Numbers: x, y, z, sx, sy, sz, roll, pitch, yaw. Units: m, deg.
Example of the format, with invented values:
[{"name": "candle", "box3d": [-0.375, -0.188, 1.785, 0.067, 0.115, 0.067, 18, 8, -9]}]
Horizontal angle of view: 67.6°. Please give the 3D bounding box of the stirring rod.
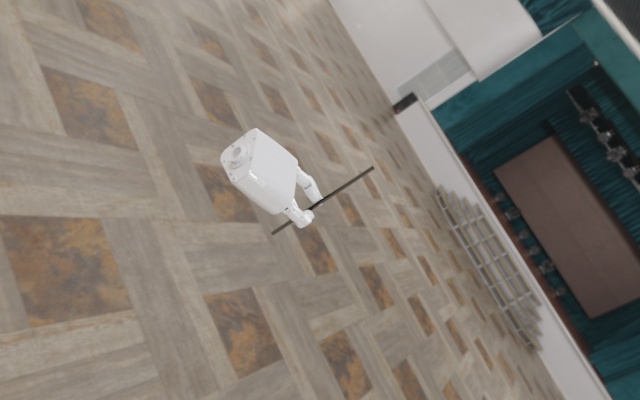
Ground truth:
[{"name": "stirring rod", "box3d": [0.000, 0.003, 0.898, 0.239, 0.011, 0.011, -33, -13, 20]}]
